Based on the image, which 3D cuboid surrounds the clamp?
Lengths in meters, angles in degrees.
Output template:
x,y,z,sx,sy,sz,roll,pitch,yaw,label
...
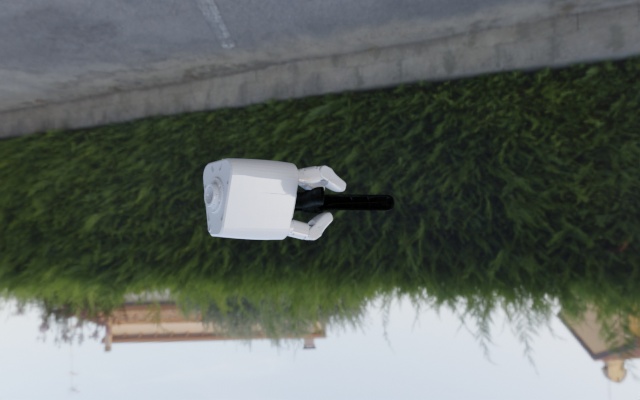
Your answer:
x,y,z,sx,sy,sz,roll,pitch,yaw,label
0.000,0.003,0.760,0.164,0.036,0.210,6,-6,-37,clamp
